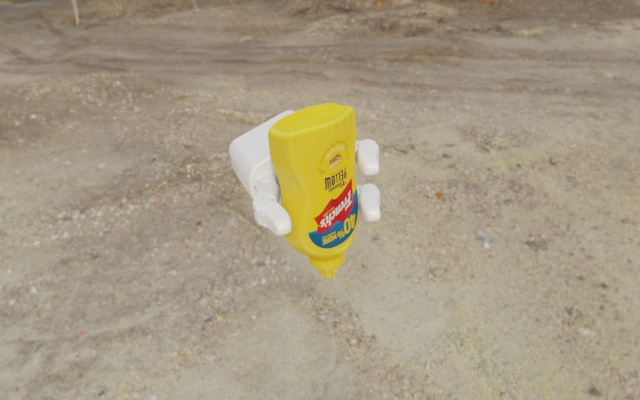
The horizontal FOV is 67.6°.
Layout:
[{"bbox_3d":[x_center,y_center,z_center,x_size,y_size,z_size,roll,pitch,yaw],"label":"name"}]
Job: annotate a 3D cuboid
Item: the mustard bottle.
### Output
[{"bbox_3d":[0.000,0.002,0.505,0.058,0.192,0.096,19,37,38],"label":"mustard bottle"}]
